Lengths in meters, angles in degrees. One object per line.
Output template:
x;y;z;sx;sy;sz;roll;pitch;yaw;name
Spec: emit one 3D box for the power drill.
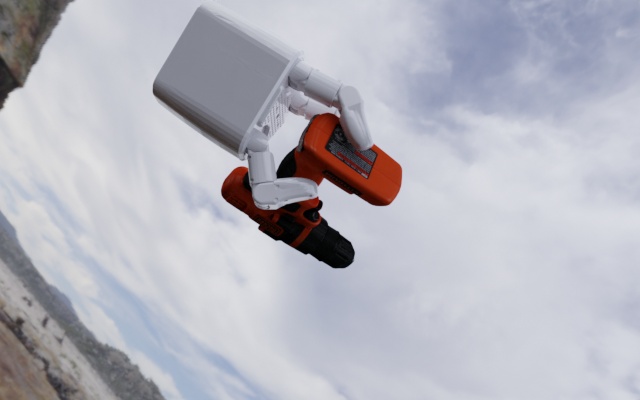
0.000;0.001;0.513;0.184;0.057;0.188;33;-37;-17;power drill
